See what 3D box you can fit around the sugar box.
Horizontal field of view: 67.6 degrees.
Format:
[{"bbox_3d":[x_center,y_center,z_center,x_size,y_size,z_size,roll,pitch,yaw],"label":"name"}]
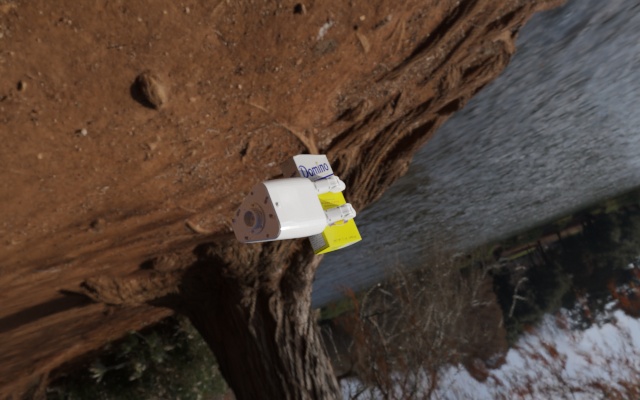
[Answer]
[{"bbox_3d":[0.000,0.003,0.855,0.048,0.176,0.093,-30,-15,39],"label":"sugar box"}]
